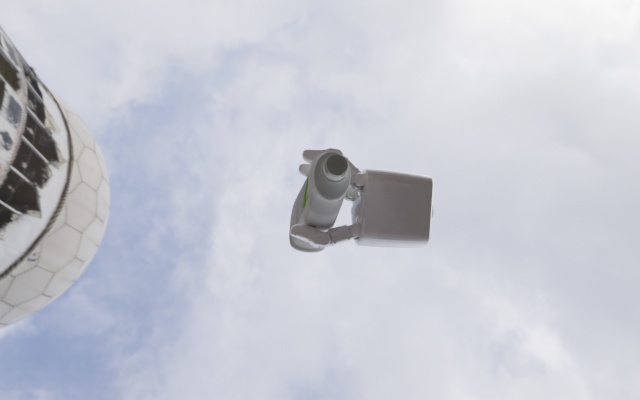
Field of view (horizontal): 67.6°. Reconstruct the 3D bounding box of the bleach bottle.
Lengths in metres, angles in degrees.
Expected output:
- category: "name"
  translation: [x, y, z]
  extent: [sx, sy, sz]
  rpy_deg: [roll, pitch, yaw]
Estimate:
- category: "bleach bottle"
  translation: [0.000, 0.002, 0.711]
  extent: [0.068, 0.102, 0.251]
  rpy_deg: [6, -19, -8]
